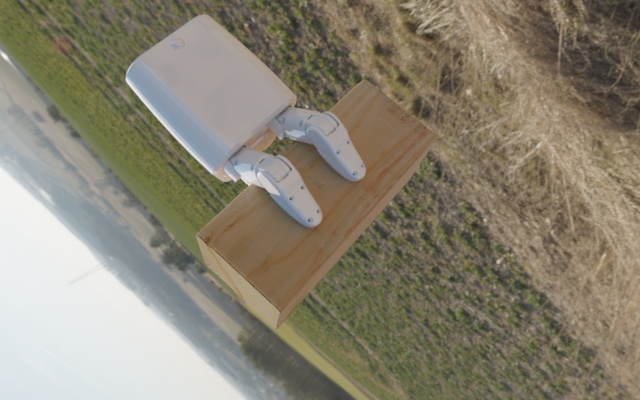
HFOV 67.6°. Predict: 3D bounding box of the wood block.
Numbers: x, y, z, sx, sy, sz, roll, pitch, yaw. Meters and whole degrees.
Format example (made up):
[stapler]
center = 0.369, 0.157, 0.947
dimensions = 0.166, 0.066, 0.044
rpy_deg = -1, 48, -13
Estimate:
[wood block]
center = 0.000, 0.001, 0.428
dimensions = 0.090, 0.206, 0.091
rpy_deg = 41, -22, 9
